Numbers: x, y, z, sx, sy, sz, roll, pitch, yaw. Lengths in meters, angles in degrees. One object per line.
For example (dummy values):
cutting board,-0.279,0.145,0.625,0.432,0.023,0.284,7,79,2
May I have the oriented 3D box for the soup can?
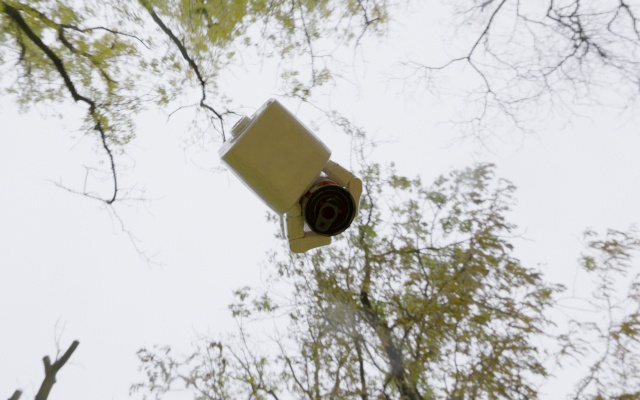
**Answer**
soup can,0.000,0.002,0.647,0.068,0.068,0.102,0,13,-15
